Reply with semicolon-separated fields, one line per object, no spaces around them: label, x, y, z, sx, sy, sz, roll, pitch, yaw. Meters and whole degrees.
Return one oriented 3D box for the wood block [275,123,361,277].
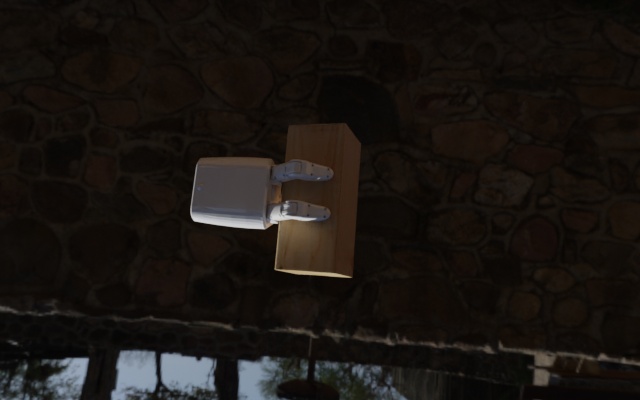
wood block;0.000;0.002;0.690;0.090;0.206;0.091;1;-12;19
